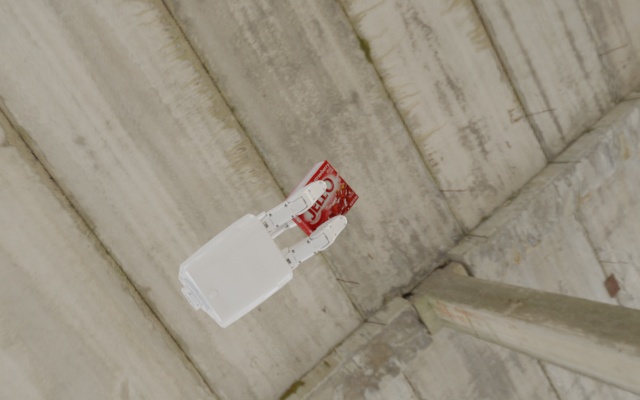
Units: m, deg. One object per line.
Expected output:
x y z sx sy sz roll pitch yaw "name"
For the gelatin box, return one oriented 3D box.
0.000 0.002 0.645 0.073 0.089 0.030 47 -26 -19 "gelatin box"
